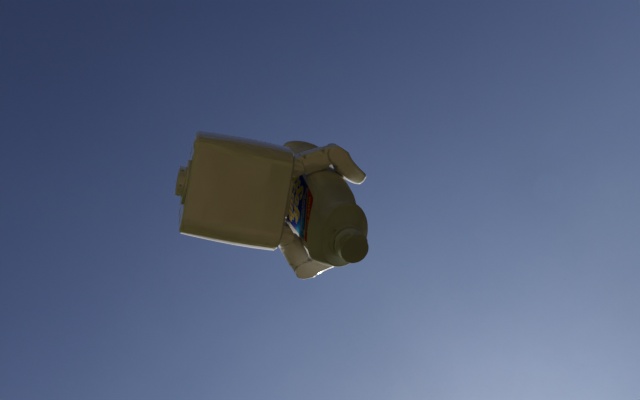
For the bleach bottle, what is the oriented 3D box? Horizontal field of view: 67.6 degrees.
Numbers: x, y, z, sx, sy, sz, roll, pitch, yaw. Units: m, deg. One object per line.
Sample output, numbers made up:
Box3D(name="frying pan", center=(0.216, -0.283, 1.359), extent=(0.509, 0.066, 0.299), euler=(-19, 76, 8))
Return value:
Box3D(name="bleach bottle", center=(0.000, 0.002, 0.558), extent=(0.068, 0.102, 0.250), euler=(11, 13, -19))
